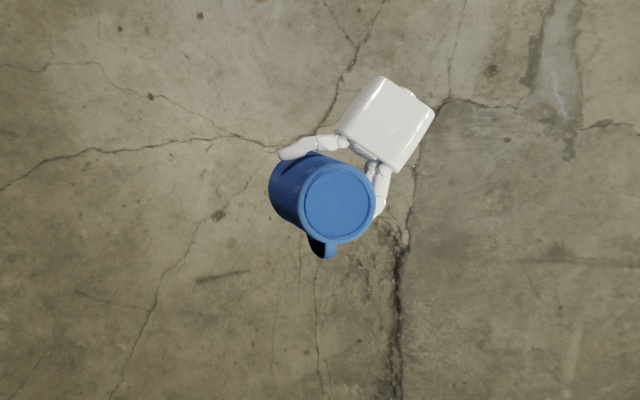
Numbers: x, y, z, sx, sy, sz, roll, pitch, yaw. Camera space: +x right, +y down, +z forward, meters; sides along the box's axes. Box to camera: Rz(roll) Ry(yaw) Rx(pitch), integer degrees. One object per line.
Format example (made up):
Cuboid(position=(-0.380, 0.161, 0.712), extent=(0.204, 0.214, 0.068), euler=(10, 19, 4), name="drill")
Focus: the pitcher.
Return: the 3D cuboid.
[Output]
Cuboid(position=(0.000, 0.002, 0.730), extent=(0.149, 0.145, 0.243), euler=(38, -2, -14), name="pitcher")
